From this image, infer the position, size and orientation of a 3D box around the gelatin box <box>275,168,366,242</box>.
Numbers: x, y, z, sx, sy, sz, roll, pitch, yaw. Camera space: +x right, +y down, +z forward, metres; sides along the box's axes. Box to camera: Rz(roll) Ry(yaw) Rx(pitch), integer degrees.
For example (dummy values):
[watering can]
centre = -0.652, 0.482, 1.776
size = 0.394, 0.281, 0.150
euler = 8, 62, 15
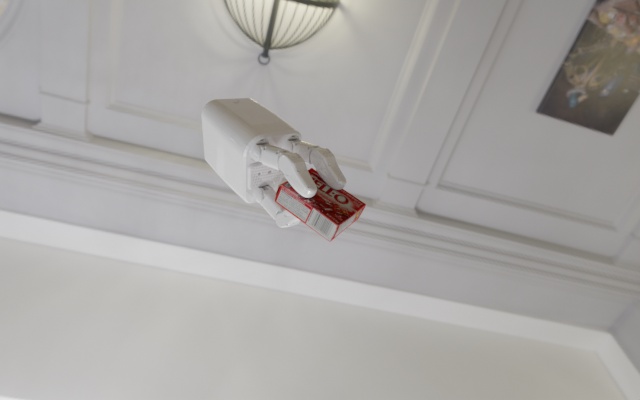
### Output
[gelatin box]
centre = 0.000, 0.002, 0.584
size = 0.089, 0.030, 0.073
euler = 36, 34, 16
